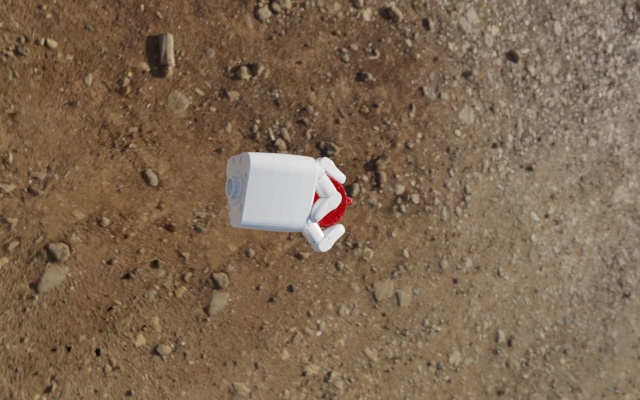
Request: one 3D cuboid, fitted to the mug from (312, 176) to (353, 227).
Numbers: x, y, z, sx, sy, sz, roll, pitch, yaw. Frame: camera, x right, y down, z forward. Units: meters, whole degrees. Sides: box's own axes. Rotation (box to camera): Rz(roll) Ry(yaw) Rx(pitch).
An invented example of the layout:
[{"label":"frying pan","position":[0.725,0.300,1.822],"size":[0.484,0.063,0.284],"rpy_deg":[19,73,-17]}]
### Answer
[{"label":"mug","position":[0.001,0.003,0.787],"size":[0.117,0.093,0.081],"rpy_deg":[2,-2,-31]}]
